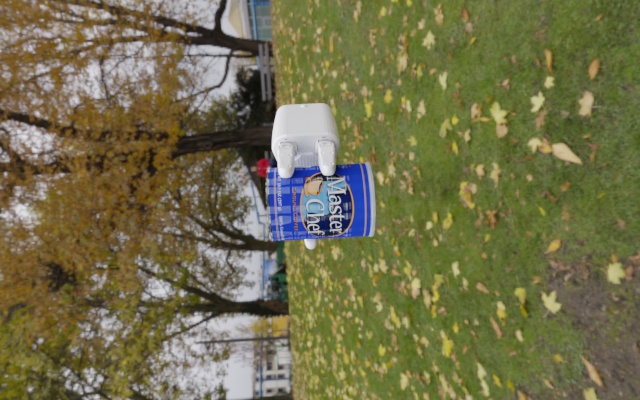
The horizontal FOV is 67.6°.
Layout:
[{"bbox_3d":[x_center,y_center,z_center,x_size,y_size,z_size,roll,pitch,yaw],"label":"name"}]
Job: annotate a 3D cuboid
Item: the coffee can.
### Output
[{"bbox_3d":[0.000,0.002,0.657,0.140,0.103,0.103,-3,0,-1],"label":"coffee can"}]
